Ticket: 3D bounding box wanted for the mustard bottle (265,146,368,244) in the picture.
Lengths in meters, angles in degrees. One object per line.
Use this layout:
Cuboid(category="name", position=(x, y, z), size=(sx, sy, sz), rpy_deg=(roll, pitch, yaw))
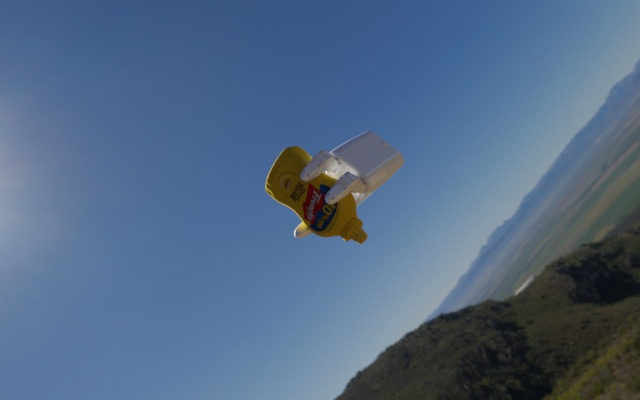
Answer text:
Cuboid(category="mustard bottle", position=(0.000, 0.002, 0.771), size=(0.191, 0.096, 0.058), rpy_deg=(41, 28, 19))
